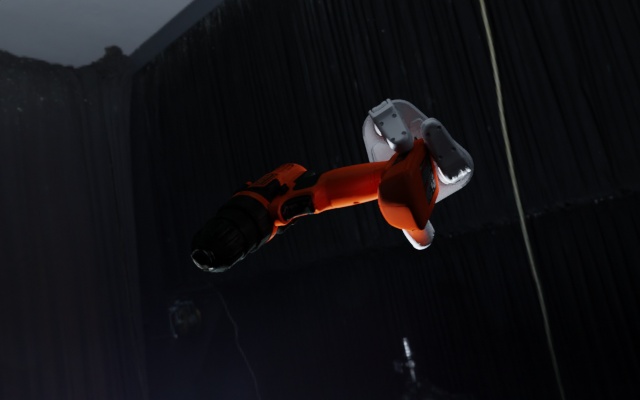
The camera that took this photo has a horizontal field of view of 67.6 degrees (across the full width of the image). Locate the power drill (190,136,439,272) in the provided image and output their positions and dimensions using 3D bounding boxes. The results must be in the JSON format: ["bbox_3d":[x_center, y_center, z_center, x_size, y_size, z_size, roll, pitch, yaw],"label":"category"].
[{"bbox_3d":[0.001,0.001,0.419,0.187,0.057,0.184,-7,21,26],"label":"power drill"}]
